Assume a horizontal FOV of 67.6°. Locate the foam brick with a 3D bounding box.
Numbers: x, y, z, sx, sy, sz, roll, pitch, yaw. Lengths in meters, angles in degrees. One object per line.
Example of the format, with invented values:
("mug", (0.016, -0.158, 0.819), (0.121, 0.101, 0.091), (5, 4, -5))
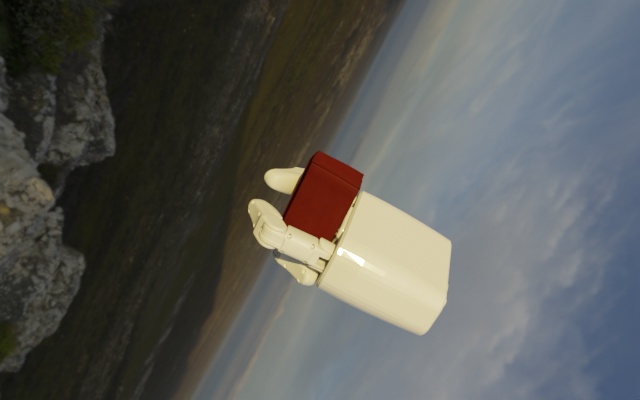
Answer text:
("foam brick", (0.000, 0.001, 0.445), (0.051, 0.078, 0.053), (27, 20, 0))
